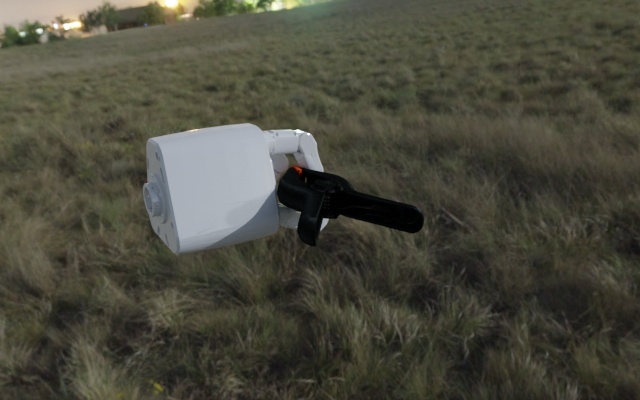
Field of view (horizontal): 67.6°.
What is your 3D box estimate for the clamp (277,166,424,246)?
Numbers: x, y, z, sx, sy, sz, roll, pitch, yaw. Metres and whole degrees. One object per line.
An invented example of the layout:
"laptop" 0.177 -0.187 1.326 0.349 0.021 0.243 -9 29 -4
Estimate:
"clamp" 0.000 0.001 0.459 0.120 0.039 0.171 -2 16 -36
